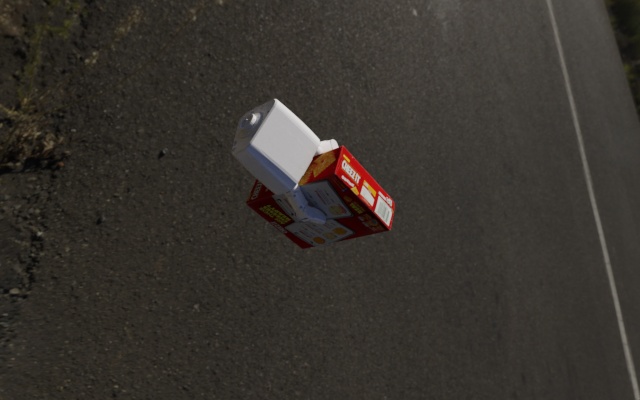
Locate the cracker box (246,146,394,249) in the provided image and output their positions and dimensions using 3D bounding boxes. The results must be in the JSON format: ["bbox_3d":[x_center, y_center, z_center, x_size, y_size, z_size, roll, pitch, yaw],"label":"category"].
[{"bbox_3d":[0.000,0.003,0.859,0.214,0.072,0.164,-16,-46,39],"label":"cracker box"}]
